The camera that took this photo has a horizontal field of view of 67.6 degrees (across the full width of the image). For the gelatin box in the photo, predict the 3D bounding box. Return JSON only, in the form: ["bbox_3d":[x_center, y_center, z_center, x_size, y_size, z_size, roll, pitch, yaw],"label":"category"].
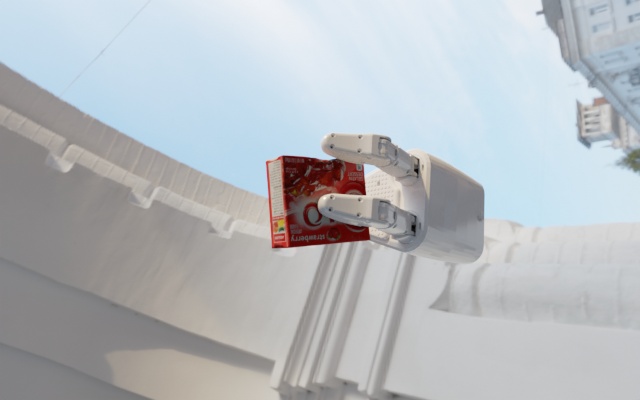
[{"bbox_3d":[0.000,0.001,0.403,0.089,0.073,0.030,0,-6,-37],"label":"gelatin box"}]
